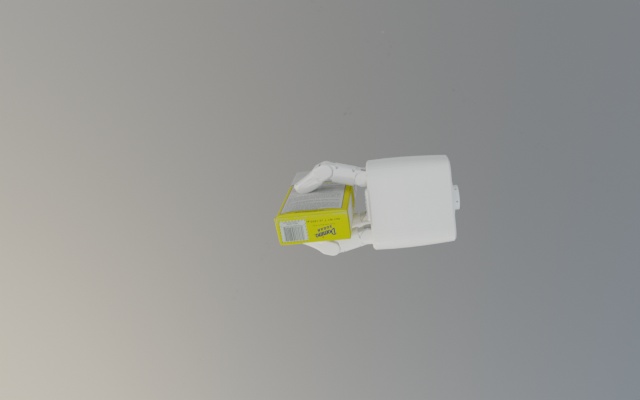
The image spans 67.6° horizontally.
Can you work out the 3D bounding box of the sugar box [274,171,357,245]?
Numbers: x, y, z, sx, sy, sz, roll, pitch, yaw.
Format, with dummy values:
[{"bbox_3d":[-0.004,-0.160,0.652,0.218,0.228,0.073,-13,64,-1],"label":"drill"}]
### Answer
[{"bbox_3d":[0.000,0.003,0.663,0.093,0.048,0.176,-5,19,10],"label":"sugar box"}]
